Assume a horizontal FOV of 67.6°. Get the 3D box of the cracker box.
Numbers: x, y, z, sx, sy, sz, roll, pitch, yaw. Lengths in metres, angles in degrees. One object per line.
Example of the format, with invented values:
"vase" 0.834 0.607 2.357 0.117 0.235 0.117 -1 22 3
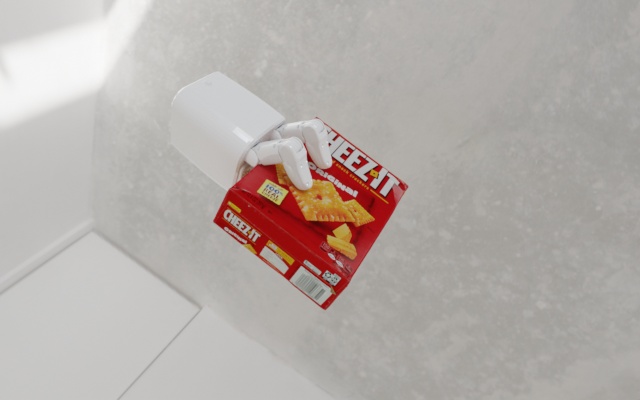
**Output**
"cracker box" 0.000 0.002 0.592 0.072 0.164 0.213 -54 -4 42
